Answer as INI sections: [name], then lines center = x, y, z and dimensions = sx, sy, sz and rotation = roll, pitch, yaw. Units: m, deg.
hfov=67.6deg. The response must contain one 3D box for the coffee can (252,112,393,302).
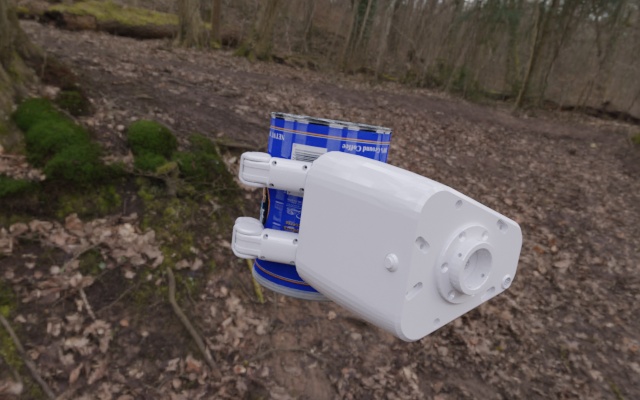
[coffee can]
center = 0.000, 0.001, 0.411
dimensions = 0.103, 0.140, 0.103
rotation = 8, 10, -1
